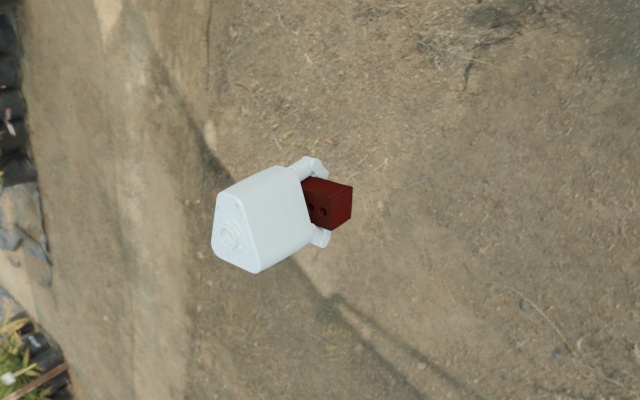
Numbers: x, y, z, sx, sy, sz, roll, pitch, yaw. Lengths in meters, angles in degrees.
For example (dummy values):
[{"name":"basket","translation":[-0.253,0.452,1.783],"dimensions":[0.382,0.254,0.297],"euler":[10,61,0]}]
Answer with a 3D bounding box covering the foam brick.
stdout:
[{"name":"foam brick","translation":[0.000,0.002,0.684],"dimensions":[0.078,0.053,0.051],"euler":[17,30,33]}]
